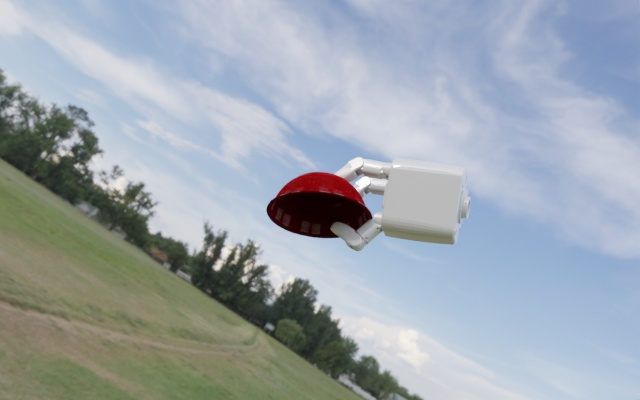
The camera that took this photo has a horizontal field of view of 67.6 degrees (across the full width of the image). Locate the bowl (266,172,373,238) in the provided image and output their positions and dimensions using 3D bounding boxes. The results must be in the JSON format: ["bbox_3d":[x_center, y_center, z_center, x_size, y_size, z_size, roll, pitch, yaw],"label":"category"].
[{"bbox_3d":[-0.001,0.002,0.737,0.162,0.055,0.162,4,-28,2],"label":"bowl"}]
